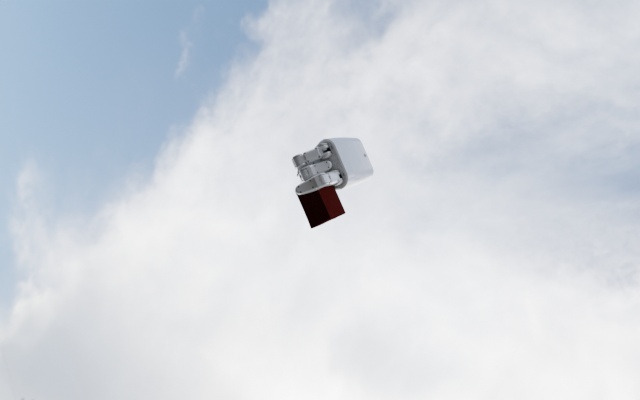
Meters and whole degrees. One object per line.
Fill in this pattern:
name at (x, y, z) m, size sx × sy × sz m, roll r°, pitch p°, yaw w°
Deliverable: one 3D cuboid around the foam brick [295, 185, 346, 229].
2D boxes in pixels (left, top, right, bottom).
foam brick at (0.000, 0.003, 0.872) m, size 0.053 × 0.078 × 0.051 m, roll -27°, pitch -7°, yaw 37°
